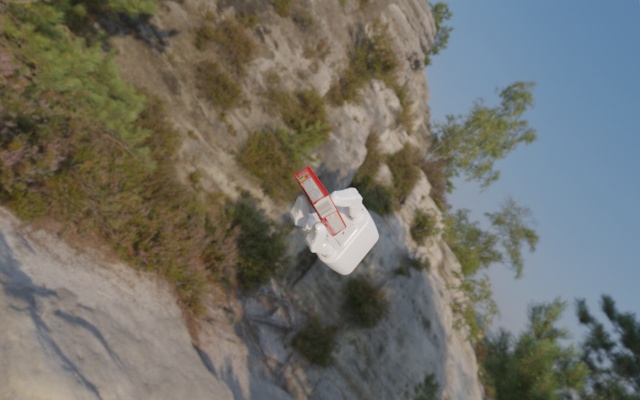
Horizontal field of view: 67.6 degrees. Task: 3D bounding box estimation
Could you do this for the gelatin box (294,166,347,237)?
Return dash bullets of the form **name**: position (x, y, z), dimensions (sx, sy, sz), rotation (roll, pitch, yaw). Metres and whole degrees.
- **gelatin box**: position (0.000, 0.002, 0.721), dimensions (0.030, 0.073, 0.089), rotation (-32, -41, -2)
